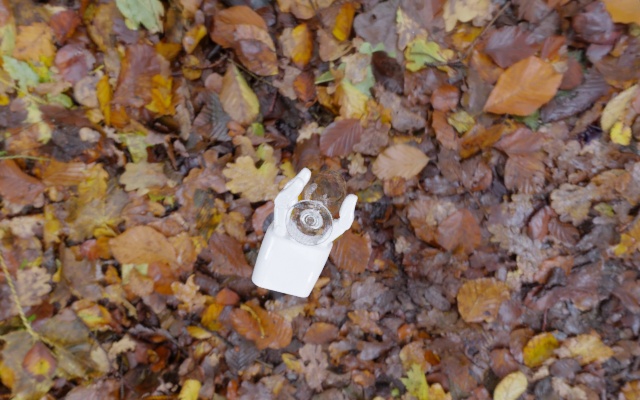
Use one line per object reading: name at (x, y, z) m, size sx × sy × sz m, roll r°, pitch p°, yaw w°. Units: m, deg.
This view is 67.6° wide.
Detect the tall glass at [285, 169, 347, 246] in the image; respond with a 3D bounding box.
tall glass at (0.000, 0.003, 0.810) m, size 0.079 × 0.079 × 0.201 m, roll 0°, pitch 19°, yaw 11°
